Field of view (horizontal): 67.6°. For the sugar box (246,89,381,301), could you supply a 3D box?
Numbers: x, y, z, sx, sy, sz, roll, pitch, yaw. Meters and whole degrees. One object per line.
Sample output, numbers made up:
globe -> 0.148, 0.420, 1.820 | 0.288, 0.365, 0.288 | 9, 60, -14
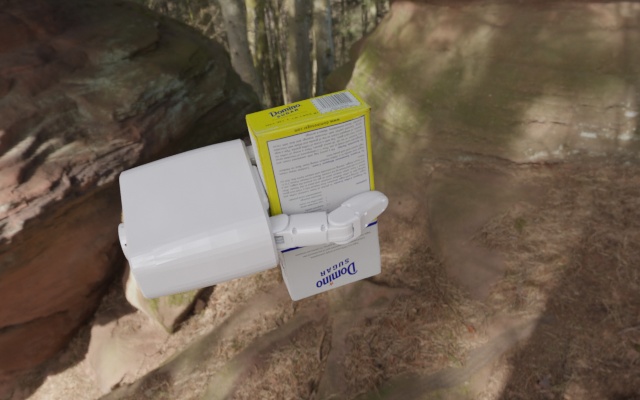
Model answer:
sugar box -> 0.000, 0.001, 0.417 | 0.093, 0.176, 0.048 | -16, 38, -11
